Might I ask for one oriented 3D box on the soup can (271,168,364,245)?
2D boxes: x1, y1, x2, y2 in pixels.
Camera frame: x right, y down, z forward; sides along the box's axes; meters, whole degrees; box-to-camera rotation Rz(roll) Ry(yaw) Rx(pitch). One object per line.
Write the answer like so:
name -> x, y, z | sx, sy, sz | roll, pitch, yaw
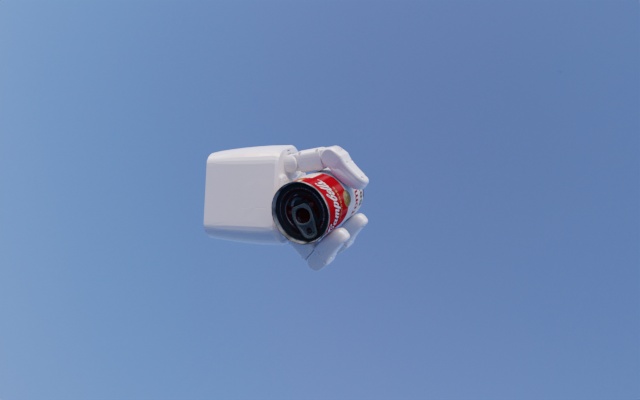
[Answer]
soup can -> 0.001, 0.002, 0.535 | 0.068, 0.068, 0.102 | 0, 14, 27
